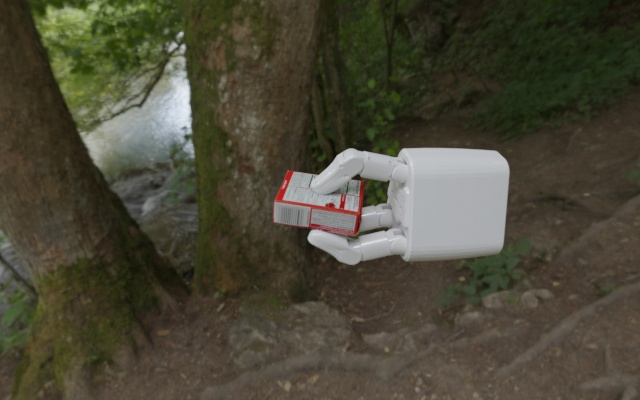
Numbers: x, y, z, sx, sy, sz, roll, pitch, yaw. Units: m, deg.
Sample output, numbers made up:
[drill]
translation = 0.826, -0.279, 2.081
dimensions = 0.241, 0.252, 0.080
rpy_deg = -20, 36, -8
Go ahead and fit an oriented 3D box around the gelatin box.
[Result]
[gelatin box]
translation = 0.000, 0.001, 0.506
dimensions = 0.089, 0.030, 0.073
rpy_deg = 9, 29, 3
